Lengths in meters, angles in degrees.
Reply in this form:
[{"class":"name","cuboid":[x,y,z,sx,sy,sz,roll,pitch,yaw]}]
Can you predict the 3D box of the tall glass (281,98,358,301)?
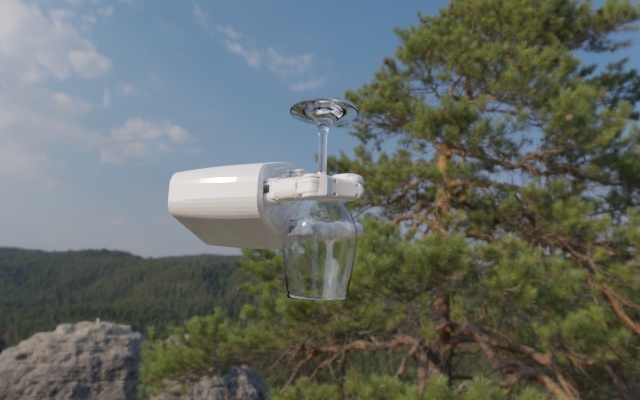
[{"class":"tall glass","cuboid":[0.000,0.001,0.499,0.079,0.201,0.079,2,-11,0]}]
